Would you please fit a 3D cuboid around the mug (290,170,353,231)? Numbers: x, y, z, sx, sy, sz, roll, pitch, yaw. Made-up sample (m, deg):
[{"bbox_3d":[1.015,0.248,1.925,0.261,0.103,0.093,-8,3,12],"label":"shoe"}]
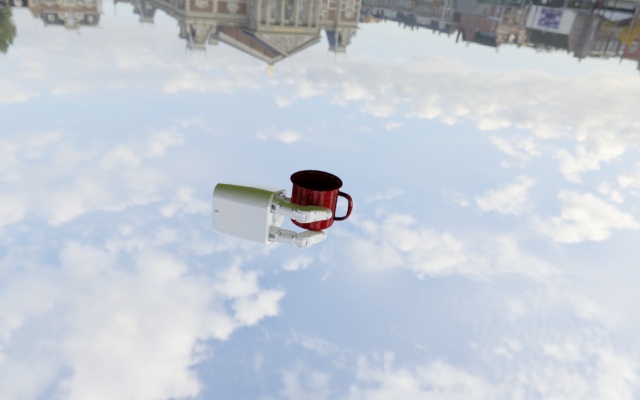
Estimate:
[{"bbox_3d":[0.002,0.003,0.844,0.117,0.081,0.093,13,26,11],"label":"mug"}]
